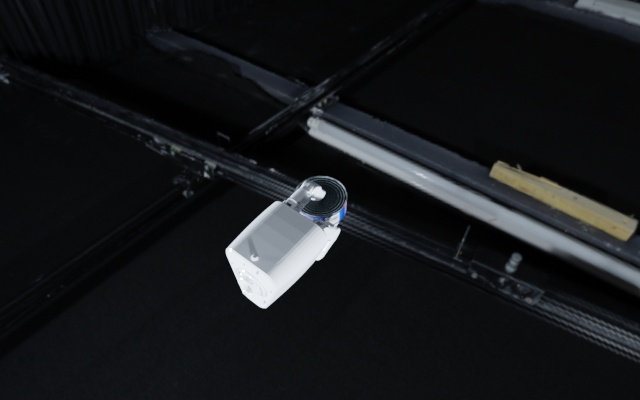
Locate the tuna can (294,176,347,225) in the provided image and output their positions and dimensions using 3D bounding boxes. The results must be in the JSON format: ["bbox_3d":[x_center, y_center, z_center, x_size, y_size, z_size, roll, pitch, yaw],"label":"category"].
[{"bbox_3d":[0.000,0.003,0.771,0.086,0.086,0.034,0,-40,1],"label":"tuna can"}]
